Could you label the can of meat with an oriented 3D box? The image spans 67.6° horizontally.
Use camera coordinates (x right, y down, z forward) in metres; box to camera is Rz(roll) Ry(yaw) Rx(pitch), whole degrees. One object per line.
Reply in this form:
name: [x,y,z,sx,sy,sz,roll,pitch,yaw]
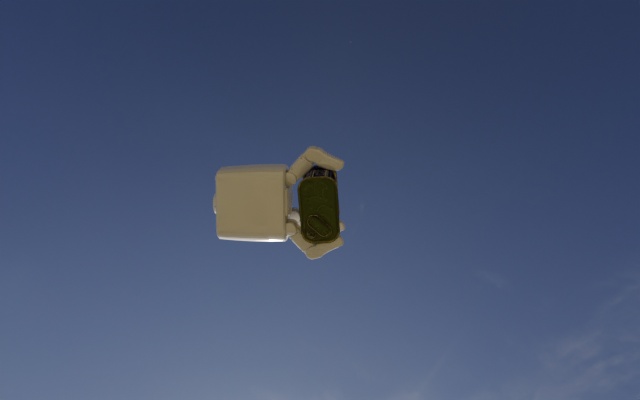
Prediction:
can of meat: [0.000,0.002,0.722,0.057,0.102,0.084,-3,18,4]
